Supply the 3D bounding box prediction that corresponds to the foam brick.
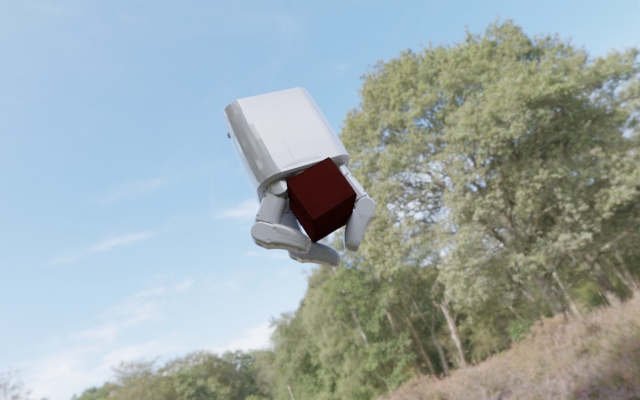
[{"bbox_3d":[0.000,0.002,0.495,0.053,0.051,0.078,-30,-18,-12],"label":"foam brick"}]
